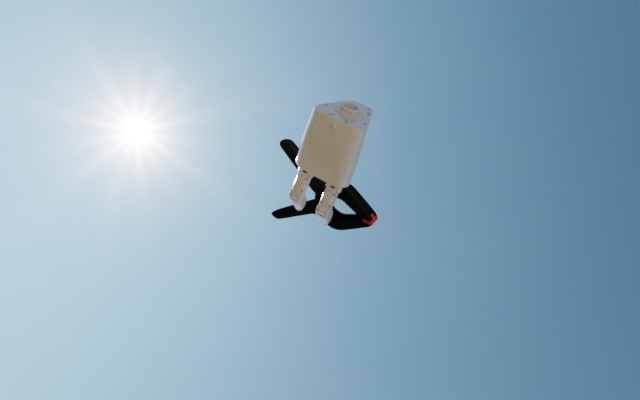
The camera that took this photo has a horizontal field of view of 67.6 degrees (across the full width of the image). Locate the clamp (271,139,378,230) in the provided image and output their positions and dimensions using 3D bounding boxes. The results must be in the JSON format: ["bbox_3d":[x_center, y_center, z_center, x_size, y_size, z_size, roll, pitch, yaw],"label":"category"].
[{"bbox_3d":[0.001,0.003,0.851,0.210,0.165,0.036,30,37,16],"label":"clamp"}]
